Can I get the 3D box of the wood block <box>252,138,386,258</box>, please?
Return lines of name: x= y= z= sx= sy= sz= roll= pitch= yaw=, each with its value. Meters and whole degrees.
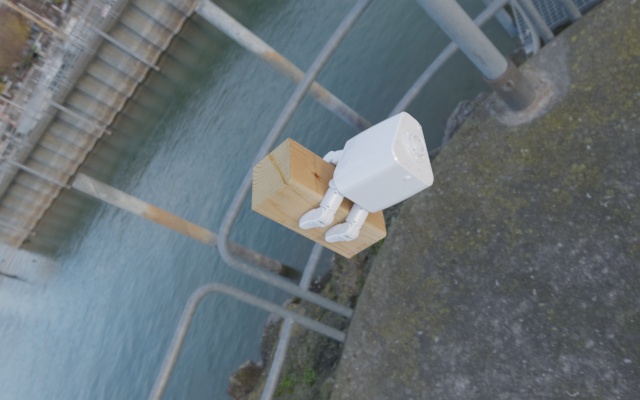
wood block: x=0.000 y=0.002 z=0.761 sx=0.206 sy=0.090 sz=0.090 roll=30 pitch=-51 yaw=-34
